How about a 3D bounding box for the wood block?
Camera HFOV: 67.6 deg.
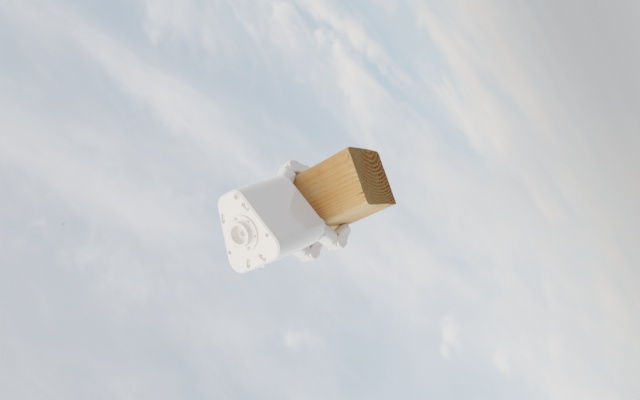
[{"bbox_3d":[0.000,0.002,0.750,0.206,0.091,0.090,-26,-15,33],"label":"wood block"}]
